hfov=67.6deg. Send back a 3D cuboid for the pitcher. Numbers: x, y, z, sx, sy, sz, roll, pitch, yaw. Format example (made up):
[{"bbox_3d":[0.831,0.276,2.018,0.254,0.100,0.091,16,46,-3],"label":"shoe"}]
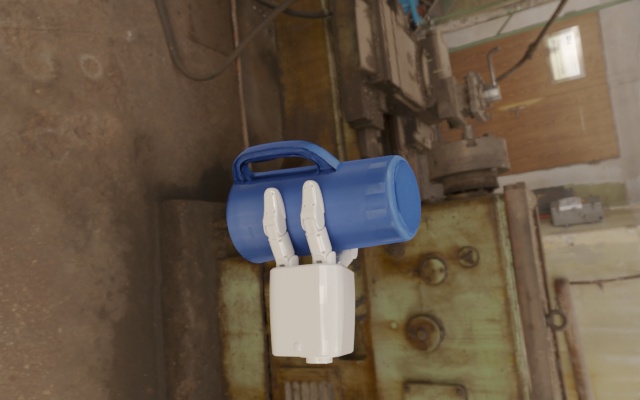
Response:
[{"bbox_3d":[0.000,0.002,0.640,0.243,0.145,0.149,-9,-17,29],"label":"pitcher"}]
